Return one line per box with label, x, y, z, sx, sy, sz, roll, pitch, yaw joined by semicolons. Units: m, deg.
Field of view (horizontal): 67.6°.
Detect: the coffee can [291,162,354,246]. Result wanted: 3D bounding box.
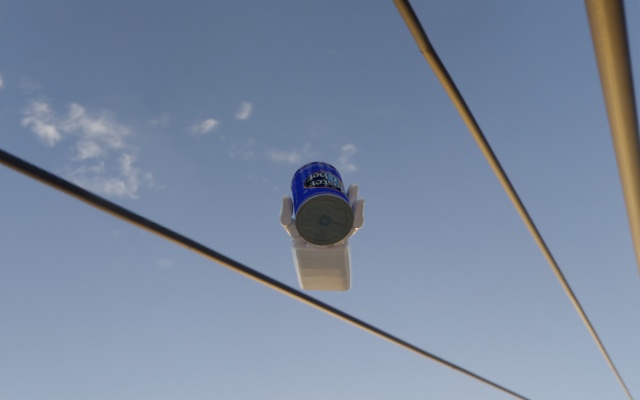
coffee can;0.000;0.003;0.880;0.103;0.103;0.140;0;29;-7
